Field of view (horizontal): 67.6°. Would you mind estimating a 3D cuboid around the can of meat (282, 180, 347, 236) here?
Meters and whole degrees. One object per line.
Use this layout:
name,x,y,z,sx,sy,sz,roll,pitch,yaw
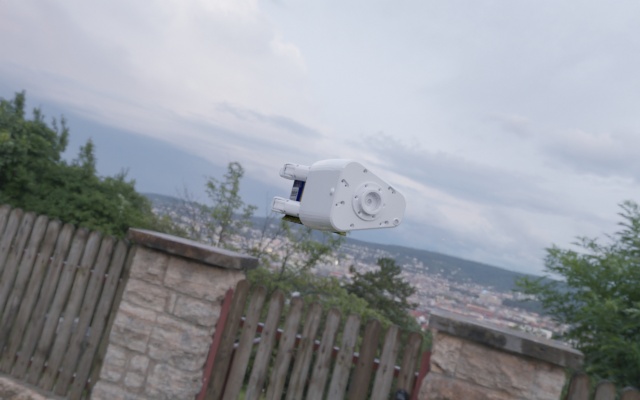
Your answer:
can of meat,0.000,0.002,0.750,0.102,0.084,0.057,16,-4,-19
